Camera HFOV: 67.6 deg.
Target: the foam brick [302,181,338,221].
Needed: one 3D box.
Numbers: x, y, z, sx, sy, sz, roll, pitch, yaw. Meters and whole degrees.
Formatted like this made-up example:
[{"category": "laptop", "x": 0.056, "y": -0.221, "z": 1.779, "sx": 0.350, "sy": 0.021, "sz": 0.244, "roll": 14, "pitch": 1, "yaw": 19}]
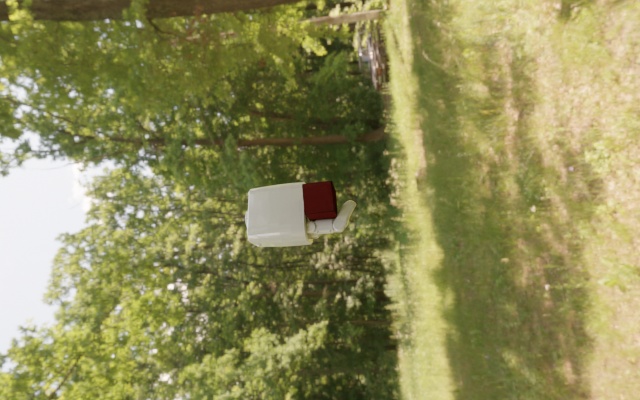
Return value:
[{"category": "foam brick", "x": 0.000, "y": 0.002, "z": 0.813, "sx": 0.051, "sy": 0.053, "sz": 0.078, "roll": -5, "pitch": -13, "yaw": 5}]
